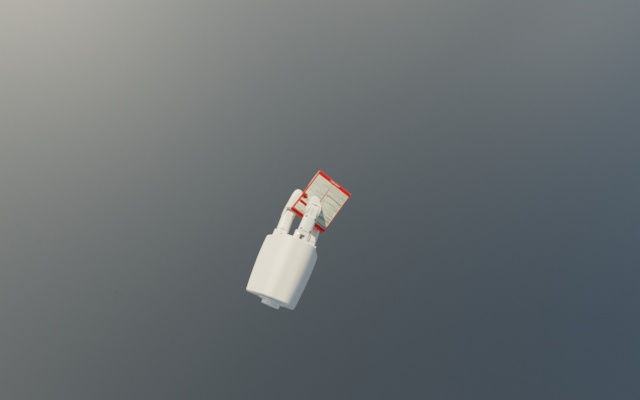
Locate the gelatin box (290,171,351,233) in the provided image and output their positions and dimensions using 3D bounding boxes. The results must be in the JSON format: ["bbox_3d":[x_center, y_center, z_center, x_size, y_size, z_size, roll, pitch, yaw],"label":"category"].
[{"bbox_3d":[0.000,0.002,0.867,0.073,0.089,0.030,37,-13,-4],"label":"gelatin box"}]
